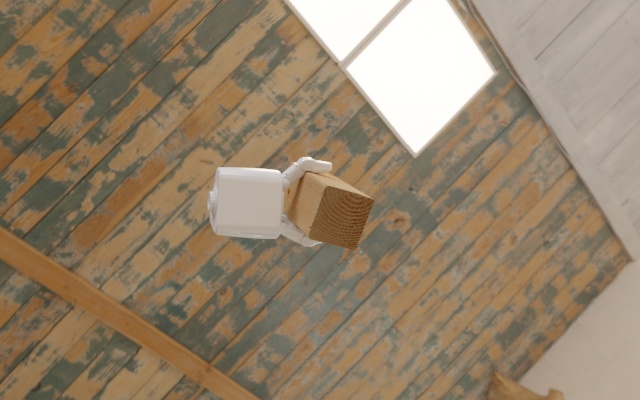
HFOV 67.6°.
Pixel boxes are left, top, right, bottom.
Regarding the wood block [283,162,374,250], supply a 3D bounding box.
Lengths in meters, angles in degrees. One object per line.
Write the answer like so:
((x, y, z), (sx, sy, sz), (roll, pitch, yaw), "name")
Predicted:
((0.000, 0.002, 0.836), (0.090, 0.091, 0.206), (16, 9, -23), "wood block")
